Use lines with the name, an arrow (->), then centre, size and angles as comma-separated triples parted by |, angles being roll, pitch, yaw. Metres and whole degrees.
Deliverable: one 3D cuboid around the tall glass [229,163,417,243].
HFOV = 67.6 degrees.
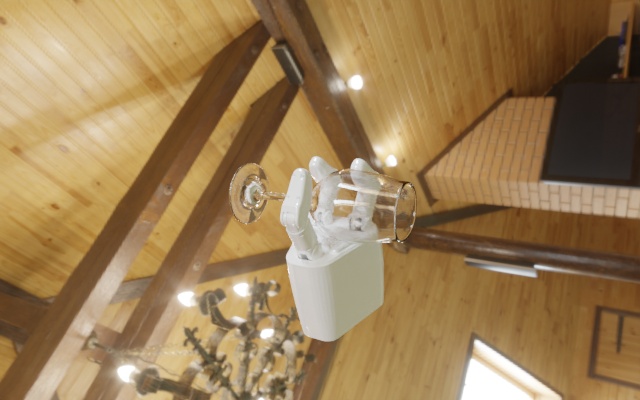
tall glass -> -0.001, 0.002, 0.525 | 0.201, 0.079, 0.079 | 6, 3, 30
